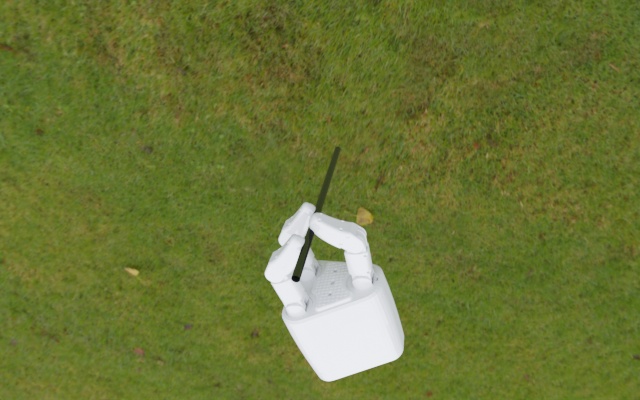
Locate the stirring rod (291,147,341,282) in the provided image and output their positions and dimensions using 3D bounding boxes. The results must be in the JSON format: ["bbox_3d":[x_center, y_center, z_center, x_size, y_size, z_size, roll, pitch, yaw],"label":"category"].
[{"bbox_3d":[0.000,0.002,0.517,0.011,0.011,0.239,0,34,13],"label":"stirring rod"}]
